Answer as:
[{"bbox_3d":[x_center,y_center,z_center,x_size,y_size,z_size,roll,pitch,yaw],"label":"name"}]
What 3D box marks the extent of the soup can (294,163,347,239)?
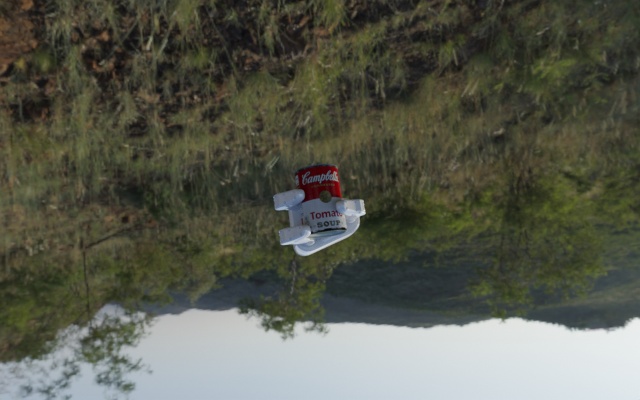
[{"bbox_3d":[0.000,0.003,0.729,0.068,0.102,0.068,-8,-12,-2],"label":"soup can"}]
